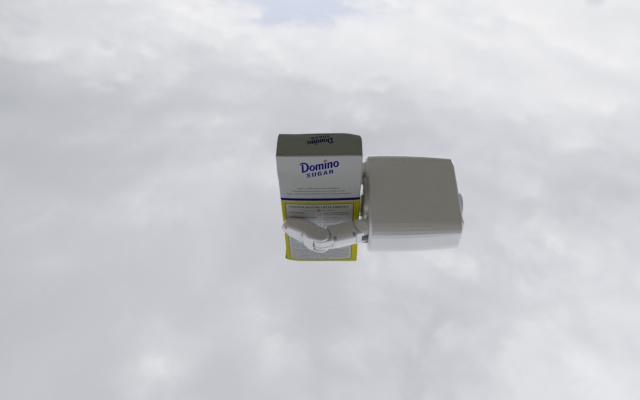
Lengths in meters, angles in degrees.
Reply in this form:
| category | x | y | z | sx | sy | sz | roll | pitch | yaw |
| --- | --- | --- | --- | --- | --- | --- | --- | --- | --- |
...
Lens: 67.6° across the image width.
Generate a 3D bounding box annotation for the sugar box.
| category | x | y | z | sx | sy | sz | roll | pitch | yaw |
| --- | --- | --- | --- | --- | --- | --- | --- | --- | --- |
| sugar box | 0.000 | 0.002 | 0.564 | 0.093 | 0.176 | 0.048 | 0 | 42 | 0 |
